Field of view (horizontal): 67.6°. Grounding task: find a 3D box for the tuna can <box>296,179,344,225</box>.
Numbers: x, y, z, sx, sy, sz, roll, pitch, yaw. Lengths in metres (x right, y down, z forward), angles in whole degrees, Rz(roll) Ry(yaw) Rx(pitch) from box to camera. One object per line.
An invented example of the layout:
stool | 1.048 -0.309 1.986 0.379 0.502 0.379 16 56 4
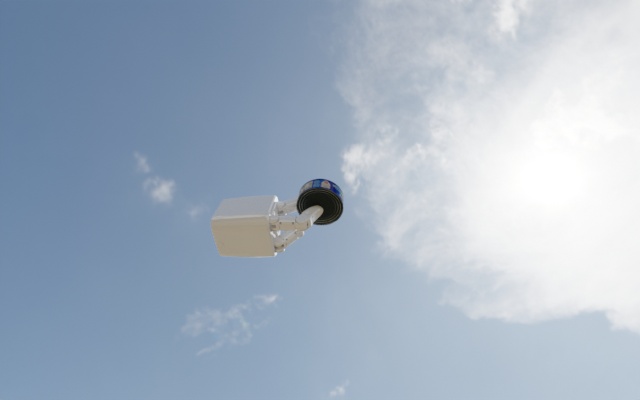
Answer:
tuna can | 0.000 0.003 0.876 0.086 0.086 0.033 0 37 7
